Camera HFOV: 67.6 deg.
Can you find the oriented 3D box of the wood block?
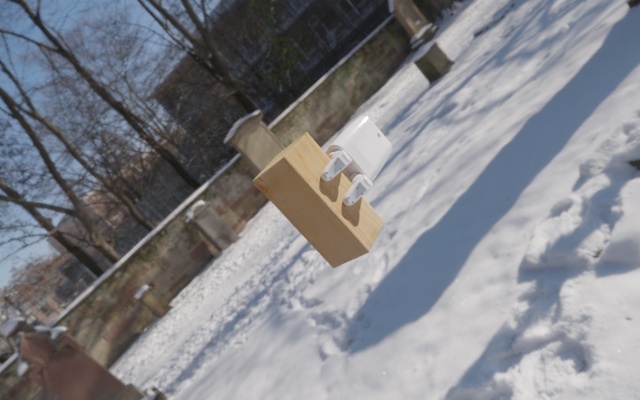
[{"bbox_3d":[0.000,0.002,0.806,0.091,0.206,0.090,-31,16,42],"label":"wood block"}]
